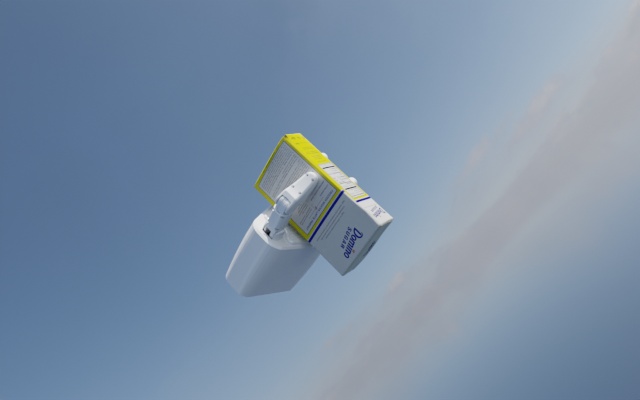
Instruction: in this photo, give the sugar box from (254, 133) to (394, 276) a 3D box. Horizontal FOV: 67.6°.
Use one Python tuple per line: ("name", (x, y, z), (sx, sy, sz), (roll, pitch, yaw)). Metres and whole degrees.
("sugar box", (0.000, 0.002, 0.620), (0.176, 0.093, 0.048), (43, 30, 17))
